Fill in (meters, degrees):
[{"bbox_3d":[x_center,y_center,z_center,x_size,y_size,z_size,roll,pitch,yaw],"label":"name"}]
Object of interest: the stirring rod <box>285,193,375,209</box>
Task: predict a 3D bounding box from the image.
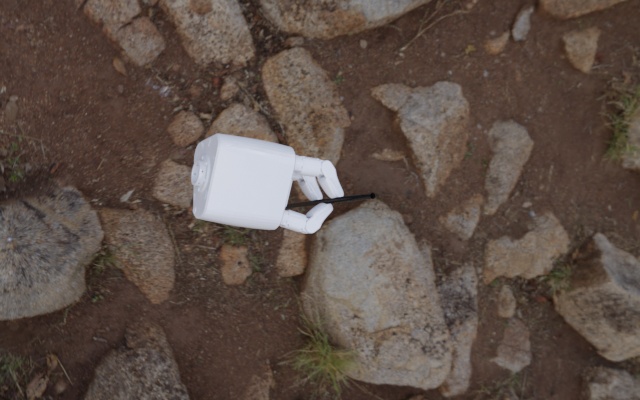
[{"bbox_3d":[0.000,0.002,0.698,0.011,0.011,0.239,0,-4,-33],"label":"stirring rod"}]
